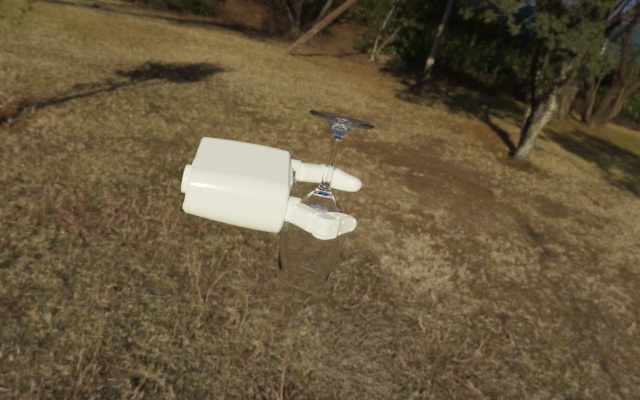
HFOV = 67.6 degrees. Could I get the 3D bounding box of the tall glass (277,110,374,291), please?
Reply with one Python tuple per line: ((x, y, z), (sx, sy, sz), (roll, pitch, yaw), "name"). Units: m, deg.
((0.000, 0.001, 0.557), (0.079, 0.201, 0.079), (13, 16, -4), "tall glass")
